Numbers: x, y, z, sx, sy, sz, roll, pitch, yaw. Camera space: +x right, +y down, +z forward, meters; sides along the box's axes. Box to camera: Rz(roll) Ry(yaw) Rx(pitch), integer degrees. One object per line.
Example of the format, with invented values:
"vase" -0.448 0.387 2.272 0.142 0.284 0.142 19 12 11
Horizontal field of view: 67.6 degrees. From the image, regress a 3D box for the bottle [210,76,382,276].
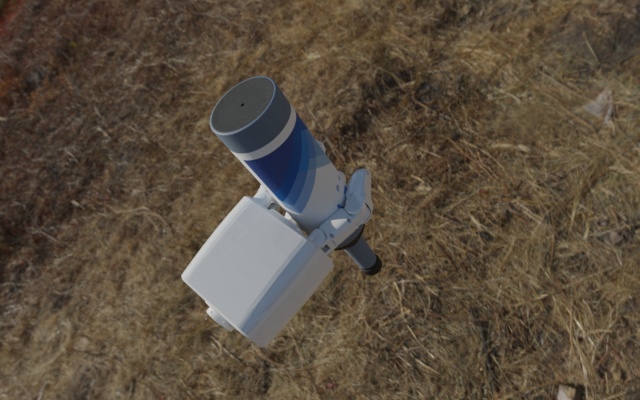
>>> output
"bottle" 0.000 0.001 0.501 0.069 0.069 0.296 0 -34 32
